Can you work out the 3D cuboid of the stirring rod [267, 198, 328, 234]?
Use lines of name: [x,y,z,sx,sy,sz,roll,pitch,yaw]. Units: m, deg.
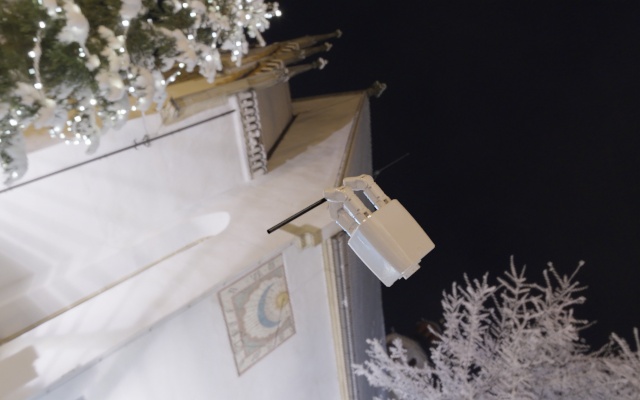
stirring rod: [0.000,0.003,0.823,0.239,0.011,0.011,-30,19,-38]
